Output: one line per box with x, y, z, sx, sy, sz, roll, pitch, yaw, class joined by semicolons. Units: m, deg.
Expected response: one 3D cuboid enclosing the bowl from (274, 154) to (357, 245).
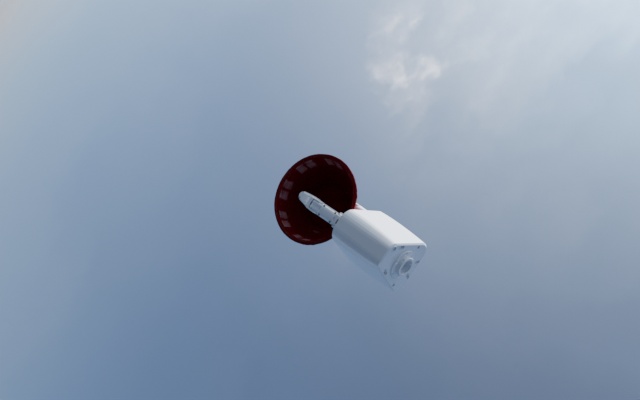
0.000;0.002;0.839;0.162;0.162;0.055;0;-14;28;bowl
